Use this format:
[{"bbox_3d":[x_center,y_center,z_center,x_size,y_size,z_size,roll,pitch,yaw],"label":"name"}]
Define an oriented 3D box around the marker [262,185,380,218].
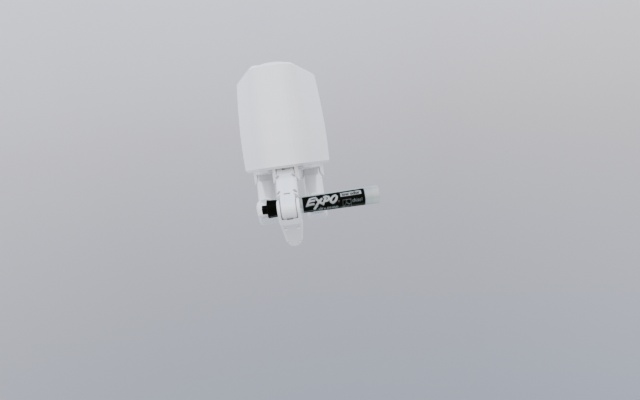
[{"bbox_3d":[0.000,0.002,0.491,0.121,0.020,0.020,-8,0,-2],"label":"marker"}]
